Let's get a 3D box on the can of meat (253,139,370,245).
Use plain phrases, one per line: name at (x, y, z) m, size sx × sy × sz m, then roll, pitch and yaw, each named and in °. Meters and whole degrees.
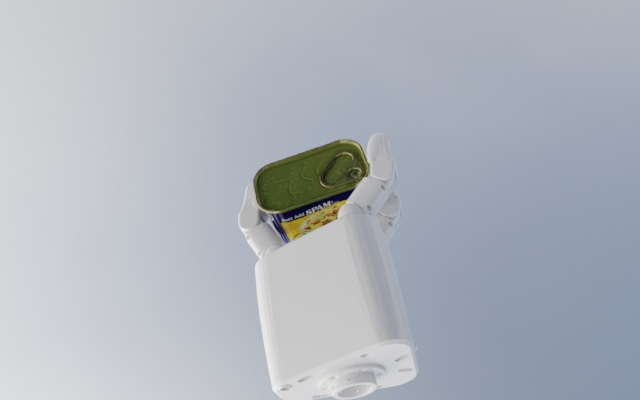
can of meat at (0.000, 0.002, 0.446) m, size 0.102 × 0.057 × 0.084 m, roll -19°, pitch -40°, yaw 2°
